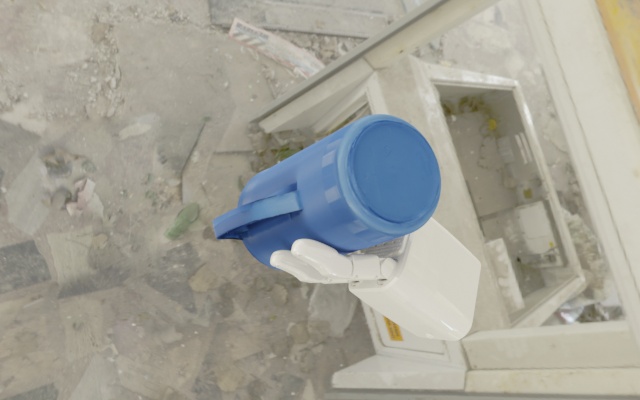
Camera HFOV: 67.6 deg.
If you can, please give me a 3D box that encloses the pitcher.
[{"bbox_3d":[0.000,0.002,0.499,0.145,0.149,0.243,38,-26,-15],"label":"pitcher"}]
